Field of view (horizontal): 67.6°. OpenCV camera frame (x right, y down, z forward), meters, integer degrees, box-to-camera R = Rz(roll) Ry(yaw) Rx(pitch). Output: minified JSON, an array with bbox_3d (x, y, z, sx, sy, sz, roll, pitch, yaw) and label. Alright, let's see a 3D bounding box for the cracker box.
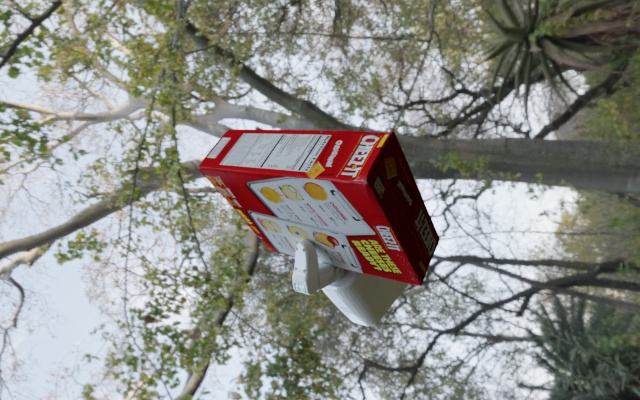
[{"bbox_3d":[0.000,0.002,0.511,0.213,0.072,0.164,7,-35,36],"label":"cracker box"}]
